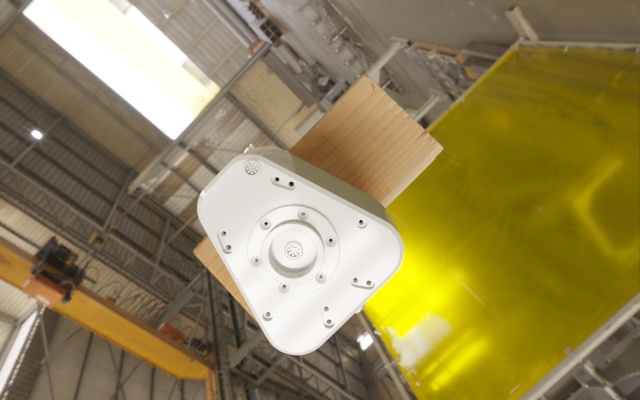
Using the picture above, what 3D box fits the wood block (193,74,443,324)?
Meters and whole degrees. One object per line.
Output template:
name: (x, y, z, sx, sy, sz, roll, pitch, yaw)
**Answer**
wood block: (0.000, 0.001, 0.430, 0.206, 0.091, 0.090, -45, -7, 4)
